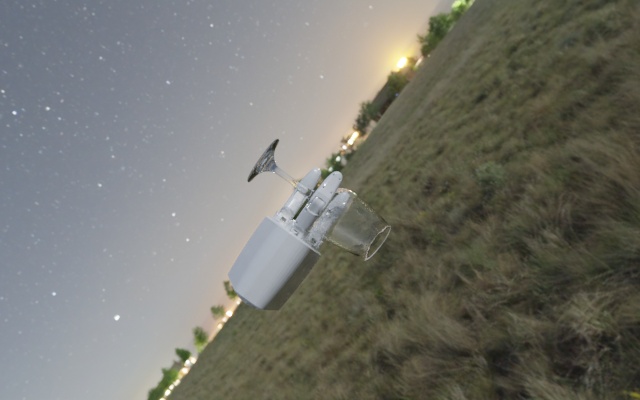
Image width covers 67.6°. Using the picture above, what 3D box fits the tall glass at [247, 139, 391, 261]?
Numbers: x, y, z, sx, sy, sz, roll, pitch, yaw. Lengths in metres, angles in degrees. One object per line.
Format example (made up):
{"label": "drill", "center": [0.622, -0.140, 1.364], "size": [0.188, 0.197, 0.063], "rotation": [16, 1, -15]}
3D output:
{"label": "tall glass", "center": [0.000, 0.002, 0.668], "size": [0.201, 0.079, 0.079], "rotation": [35, -1, -1]}
